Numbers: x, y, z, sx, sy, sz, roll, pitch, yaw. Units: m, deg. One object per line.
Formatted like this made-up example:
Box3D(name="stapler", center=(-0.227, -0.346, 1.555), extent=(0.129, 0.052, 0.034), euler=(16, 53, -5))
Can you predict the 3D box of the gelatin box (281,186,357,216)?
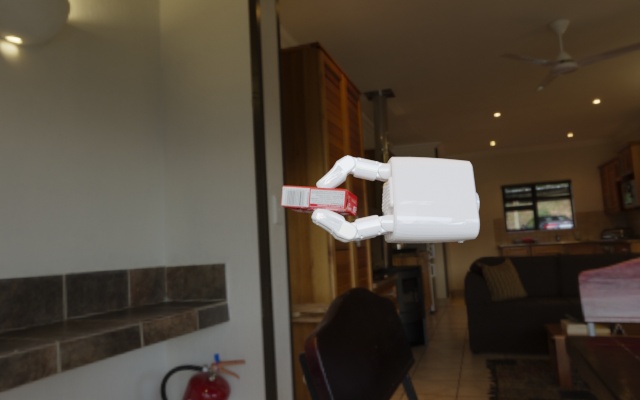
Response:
Box3D(name="gelatin box", center=(0.000, 0.002, 0.638), extent=(0.089, 0.030, 0.073), euler=(4, -6, 13))
